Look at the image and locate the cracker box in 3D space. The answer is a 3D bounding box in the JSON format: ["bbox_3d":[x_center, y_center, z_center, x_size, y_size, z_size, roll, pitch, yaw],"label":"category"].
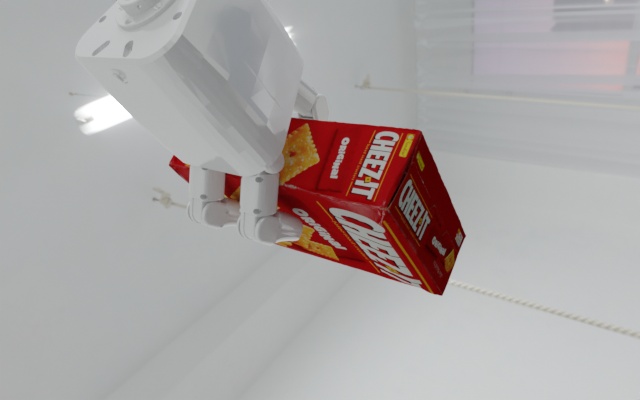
[{"bbox_3d":[0.000,0.001,0.420,0.213,0.072,0.164,13,-22,34],"label":"cracker box"}]
